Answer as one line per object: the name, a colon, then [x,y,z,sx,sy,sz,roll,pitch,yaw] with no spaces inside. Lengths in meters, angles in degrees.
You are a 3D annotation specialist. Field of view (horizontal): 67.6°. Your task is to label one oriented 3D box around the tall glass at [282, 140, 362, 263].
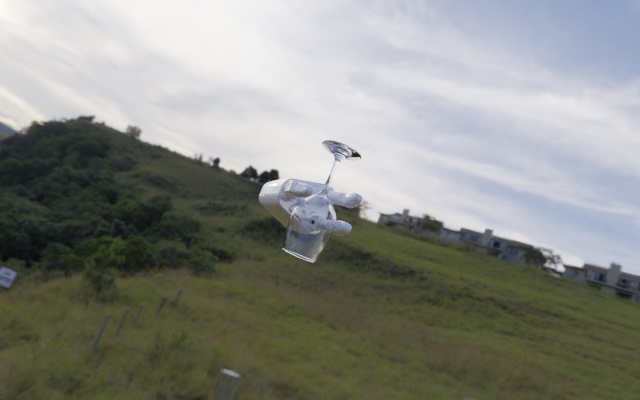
tall glass: [0.000,0.002,0.815,0.079,0.201,0.079,21,-11,4]
